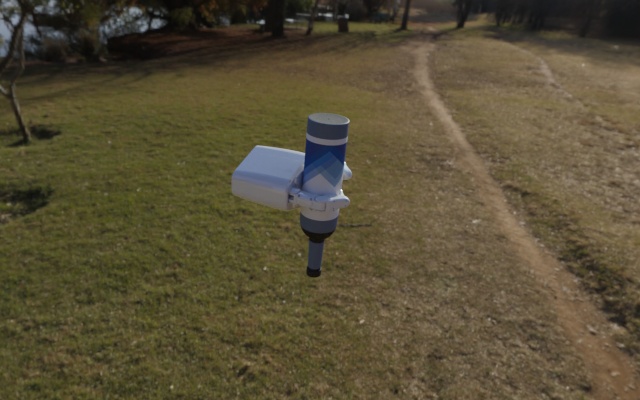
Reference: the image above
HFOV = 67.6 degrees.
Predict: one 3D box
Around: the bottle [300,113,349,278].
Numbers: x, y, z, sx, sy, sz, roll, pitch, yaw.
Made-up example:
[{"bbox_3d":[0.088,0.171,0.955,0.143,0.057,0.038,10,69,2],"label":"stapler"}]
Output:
[{"bbox_3d":[0.000,0.002,0.819,0.069,0.296,0.069,5,25,-2],"label":"bottle"}]
